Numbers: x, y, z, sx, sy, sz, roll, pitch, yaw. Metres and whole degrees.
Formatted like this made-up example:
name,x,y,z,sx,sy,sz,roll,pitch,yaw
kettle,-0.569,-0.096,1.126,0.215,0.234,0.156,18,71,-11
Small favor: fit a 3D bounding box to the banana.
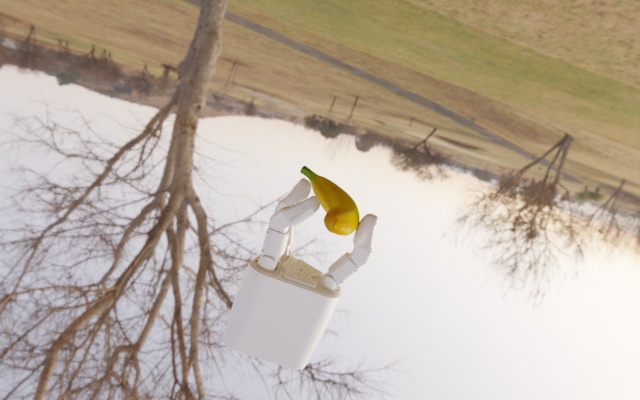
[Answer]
name,x,y,z,sx,sy,sz,roll,pitch,yaw
banana,0.016,0.008,0.589,0.069,0.037,0.197,24,12,-18
